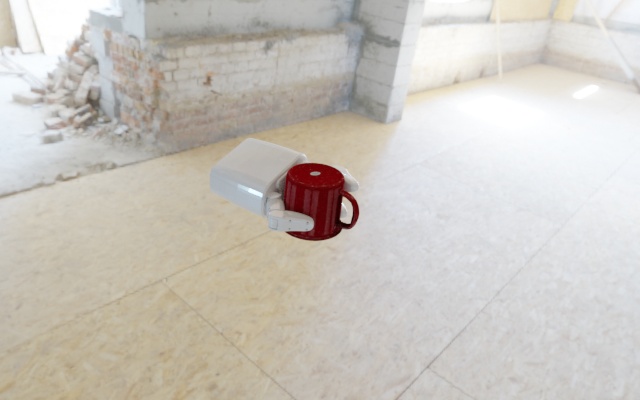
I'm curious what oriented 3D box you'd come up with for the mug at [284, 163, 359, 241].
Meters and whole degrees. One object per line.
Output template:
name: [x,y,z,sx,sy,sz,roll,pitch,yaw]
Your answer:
mug: [0.001,0.002,0.667,0.117,0.081,0.093,21,31,25]
